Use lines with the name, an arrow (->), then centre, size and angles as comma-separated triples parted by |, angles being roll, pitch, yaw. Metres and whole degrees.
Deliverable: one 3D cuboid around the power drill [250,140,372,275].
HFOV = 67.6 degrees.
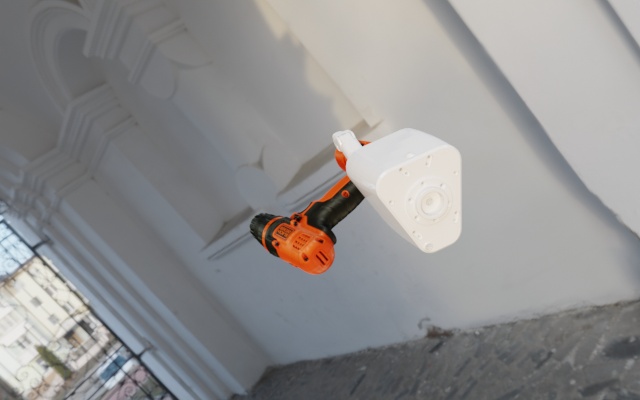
power drill -> 0.000, 0.002, 0.631 | 0.057, 0.187, 0.184 | 48, -15, -30
